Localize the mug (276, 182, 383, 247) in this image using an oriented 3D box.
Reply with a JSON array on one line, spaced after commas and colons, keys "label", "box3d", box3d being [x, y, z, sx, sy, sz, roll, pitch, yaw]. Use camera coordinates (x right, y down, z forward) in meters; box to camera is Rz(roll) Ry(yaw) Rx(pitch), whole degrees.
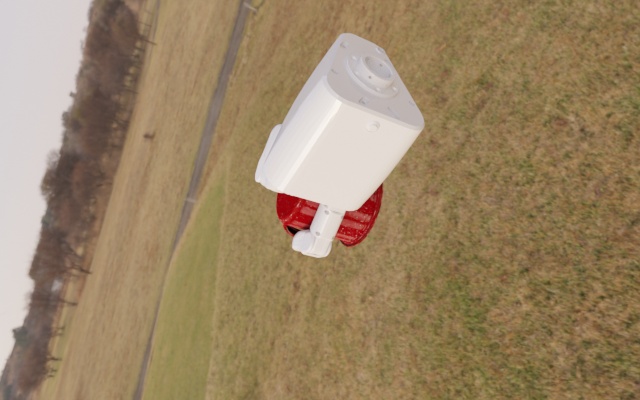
[{"label": "mug", "box3d": [-0.001, 0.002, 0.505, 0.081, 0.093, 0.117, 16, -46, -23]}]
